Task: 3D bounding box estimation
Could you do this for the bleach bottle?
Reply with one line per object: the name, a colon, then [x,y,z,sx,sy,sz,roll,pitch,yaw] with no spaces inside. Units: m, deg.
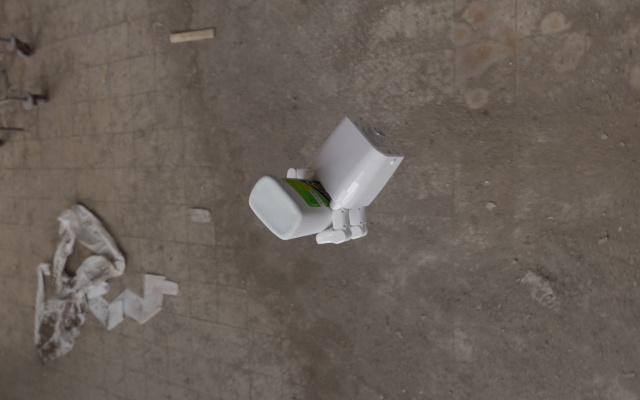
bleach bottle: [0.000,0.003,0.801,0.102,0.068,0.251,46,26,21]
